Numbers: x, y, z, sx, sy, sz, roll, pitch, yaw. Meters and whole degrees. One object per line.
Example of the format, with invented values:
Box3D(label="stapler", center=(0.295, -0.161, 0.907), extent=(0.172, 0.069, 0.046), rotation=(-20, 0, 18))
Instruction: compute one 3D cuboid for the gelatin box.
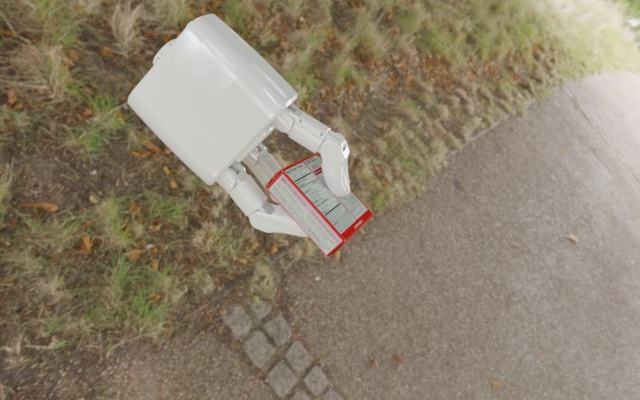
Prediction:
Box3D(label="gelatin box", center=(0.001, 0.001, 0.456), extent=(0.030, 0.089, 0.073), rotation=(-46, -5, 31))
